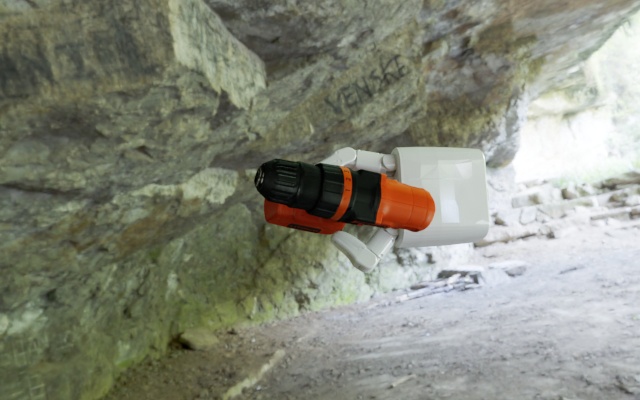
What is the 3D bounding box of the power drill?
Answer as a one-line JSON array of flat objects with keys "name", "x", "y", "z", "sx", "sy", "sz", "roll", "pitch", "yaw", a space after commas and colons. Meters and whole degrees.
[{"name": "power drill", "x": 0.000, "y": 0.002, "z": 0.516, "sx": 0.184, "sy": 0.057, "sz": 0.187, "roll": 13, "pitch": -8, "yaw": -22}]
